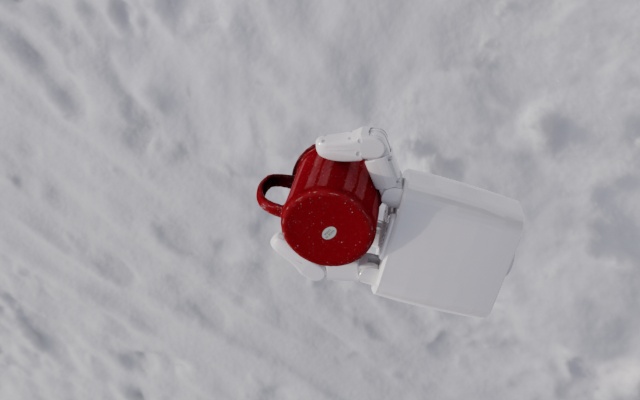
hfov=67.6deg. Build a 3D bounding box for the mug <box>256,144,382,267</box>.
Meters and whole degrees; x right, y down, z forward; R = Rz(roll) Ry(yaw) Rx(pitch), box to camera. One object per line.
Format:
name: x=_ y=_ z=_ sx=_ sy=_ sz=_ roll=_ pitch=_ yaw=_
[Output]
mug: x=-0.001 y=0.001 z=0.428 sx=0.117 sy=0.093 sz=0.081 roll=14 pitch=34 yaw=2
